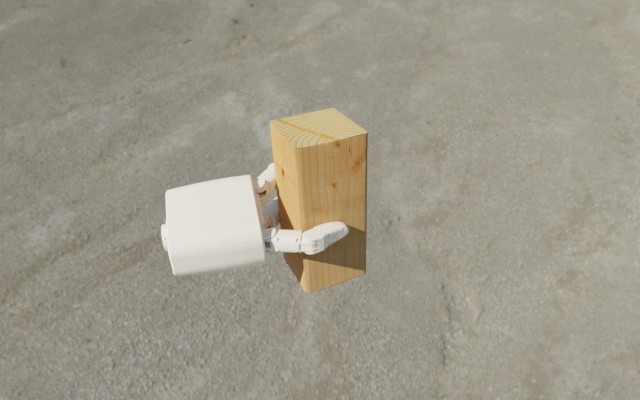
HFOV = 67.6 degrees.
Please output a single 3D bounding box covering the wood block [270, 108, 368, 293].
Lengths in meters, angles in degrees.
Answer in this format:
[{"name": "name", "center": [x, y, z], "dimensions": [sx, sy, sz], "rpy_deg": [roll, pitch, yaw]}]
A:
[{"name": "wood block", "center": [0.000, 0.002, 0.605], "dimensions": [0.090, 0.206, 0.090], "rpy_deg": [-15, 34, -19]}]
